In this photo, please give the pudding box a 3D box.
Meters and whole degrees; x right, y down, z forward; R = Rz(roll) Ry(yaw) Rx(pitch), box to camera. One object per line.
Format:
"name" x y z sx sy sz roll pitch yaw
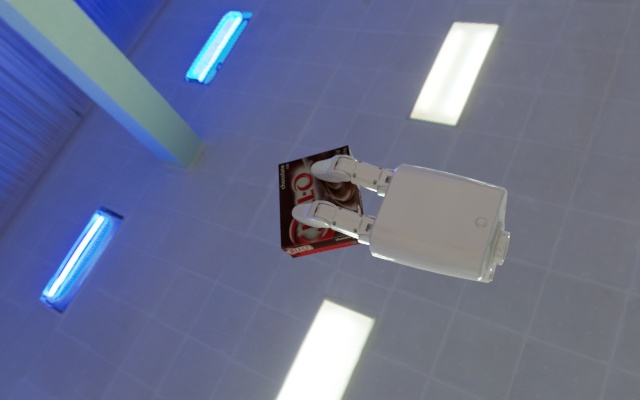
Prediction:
"pudding box" 0.000 0.002 0.542 0.090 0.113 0.039 -14 -32 15
